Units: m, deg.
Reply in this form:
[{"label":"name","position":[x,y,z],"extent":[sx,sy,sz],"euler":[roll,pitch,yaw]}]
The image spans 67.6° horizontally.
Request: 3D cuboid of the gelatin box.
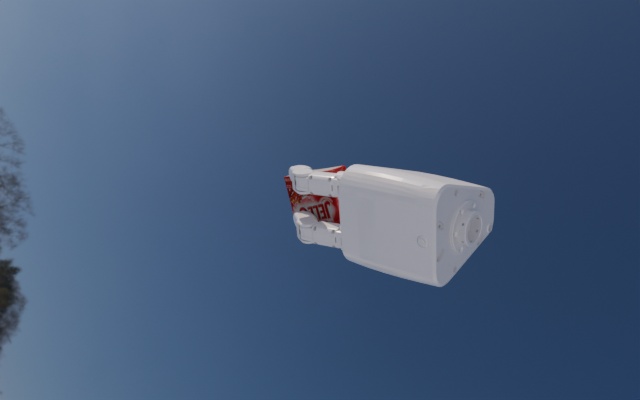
[{"label":"gelatin box","position":[0.000,0.002,0.547],"extent":[0.030,0.073,0.089],"euler":[-20,10,-36]}]
